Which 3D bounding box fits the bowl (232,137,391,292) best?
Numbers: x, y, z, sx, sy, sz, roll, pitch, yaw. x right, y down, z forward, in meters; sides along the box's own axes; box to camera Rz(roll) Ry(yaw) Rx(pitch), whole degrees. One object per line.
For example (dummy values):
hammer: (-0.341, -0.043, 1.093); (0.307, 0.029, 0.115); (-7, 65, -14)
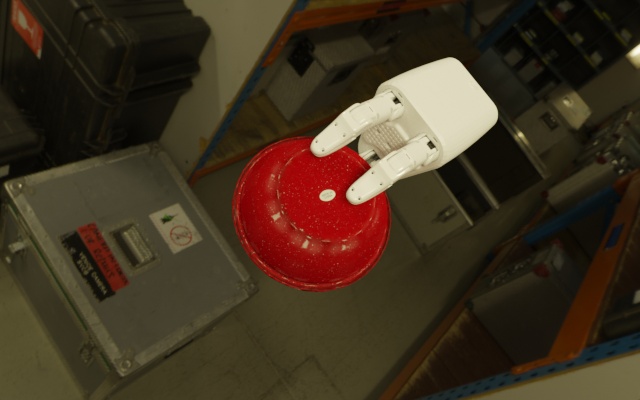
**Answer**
bowl: (-0.001, 0.002, 0.451); (0.162, 0.162, 0.055); (0, -19, -15)
